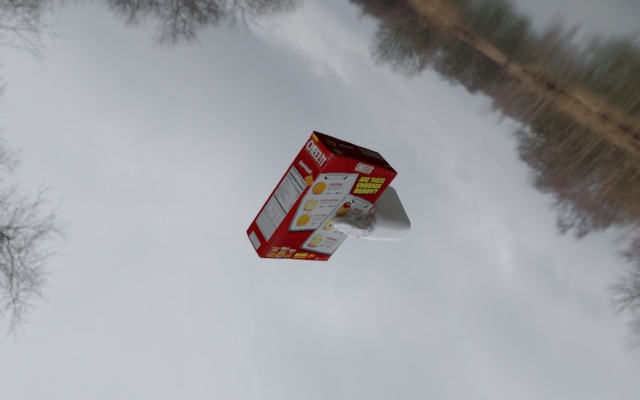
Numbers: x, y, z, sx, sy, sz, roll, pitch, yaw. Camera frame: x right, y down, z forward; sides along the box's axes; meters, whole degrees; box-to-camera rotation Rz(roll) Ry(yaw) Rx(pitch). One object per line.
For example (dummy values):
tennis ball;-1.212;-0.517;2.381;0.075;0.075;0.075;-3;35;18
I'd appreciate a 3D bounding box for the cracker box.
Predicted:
cracker box;0.000;0.003;0.787;0.164;0.214;0.072;11;33;-46
